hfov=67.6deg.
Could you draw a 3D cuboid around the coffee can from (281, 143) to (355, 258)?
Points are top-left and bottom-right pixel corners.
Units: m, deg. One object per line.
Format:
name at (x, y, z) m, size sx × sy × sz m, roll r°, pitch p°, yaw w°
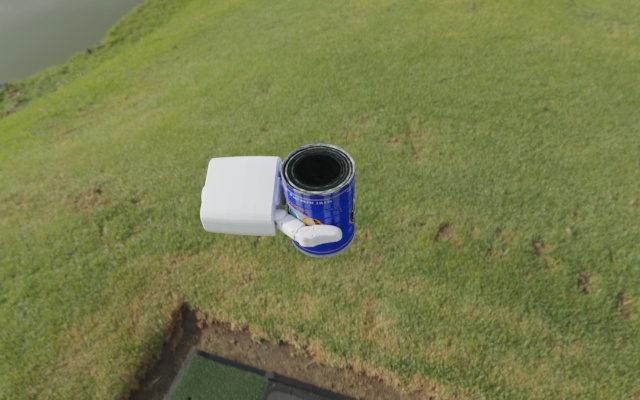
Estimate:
coffee can at (0.000, 0.002, 0.703) m, size 0.103 × 0.102 × 0.140 m, roll 0°, pitch -43°, yaw 4°
